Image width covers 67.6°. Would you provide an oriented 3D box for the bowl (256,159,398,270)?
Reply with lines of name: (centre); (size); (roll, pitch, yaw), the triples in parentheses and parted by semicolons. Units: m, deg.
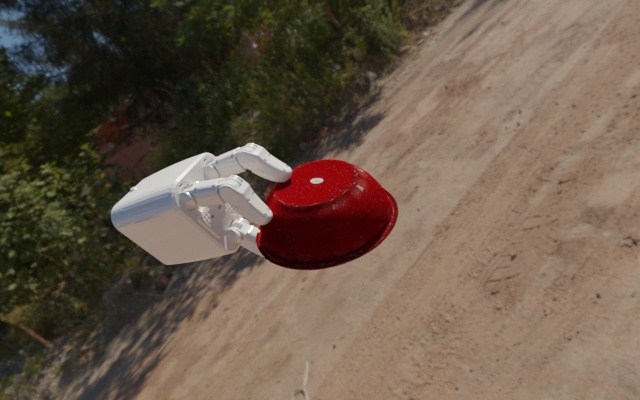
bowl: (0.001, 0.001, 0.517); (0.162, 0.055, 0.162); (-11, 32, 7)
